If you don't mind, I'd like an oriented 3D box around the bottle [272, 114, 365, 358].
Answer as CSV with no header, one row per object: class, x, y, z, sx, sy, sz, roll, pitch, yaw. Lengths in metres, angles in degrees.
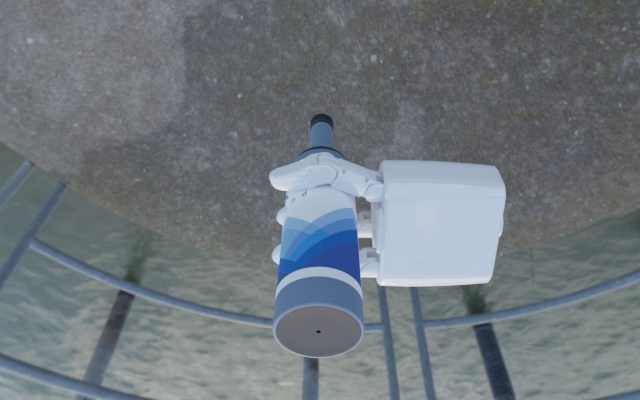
bottle,0.000,0.002,0.456,0.069,0.069,0.295,0,40,1
